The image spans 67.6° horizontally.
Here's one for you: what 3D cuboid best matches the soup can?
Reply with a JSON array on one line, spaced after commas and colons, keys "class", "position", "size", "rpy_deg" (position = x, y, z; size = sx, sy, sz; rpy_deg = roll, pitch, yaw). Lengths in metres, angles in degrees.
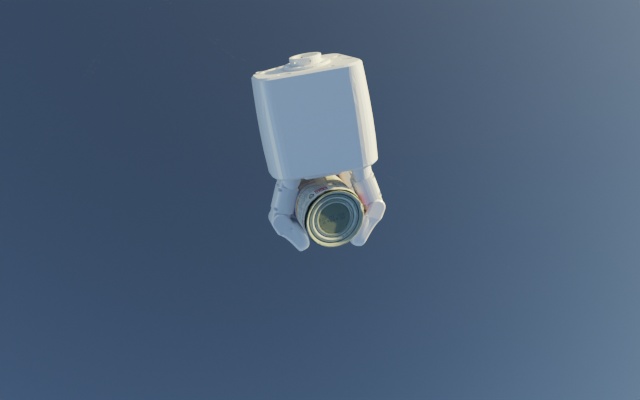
[{"class": "soup can", "position": [0.000, 0.002, 0.541], "size": [0.068, 0.068, 0.102], "rpy_deg": [0, 21, -20]}]
